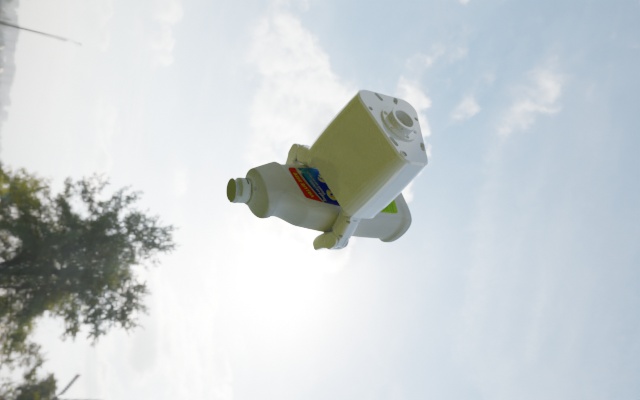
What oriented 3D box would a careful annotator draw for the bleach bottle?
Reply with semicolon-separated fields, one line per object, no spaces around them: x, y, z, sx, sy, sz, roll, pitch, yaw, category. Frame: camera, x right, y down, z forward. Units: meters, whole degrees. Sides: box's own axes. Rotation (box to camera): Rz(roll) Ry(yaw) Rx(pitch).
0.000;0.002;0.624;0.251;0.102;0.068;4;-36;-35;bleach bottle
